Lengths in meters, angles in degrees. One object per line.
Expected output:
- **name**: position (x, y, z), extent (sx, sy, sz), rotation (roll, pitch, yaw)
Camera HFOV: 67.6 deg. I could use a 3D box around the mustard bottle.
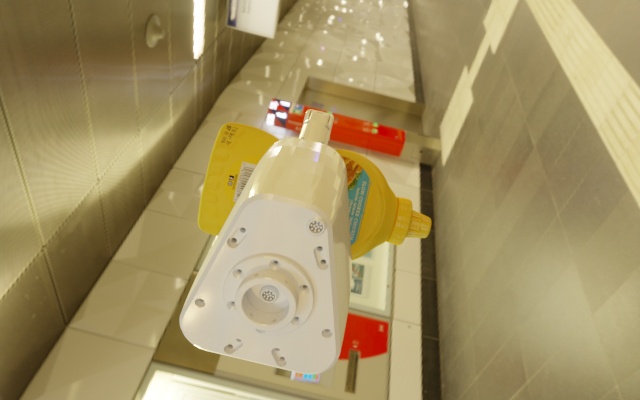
- **mustard bottle**: position (0.000, 0.001, 0.409), extent (0.191, 0.096, 0.058), rotation (14, -2, -1)
